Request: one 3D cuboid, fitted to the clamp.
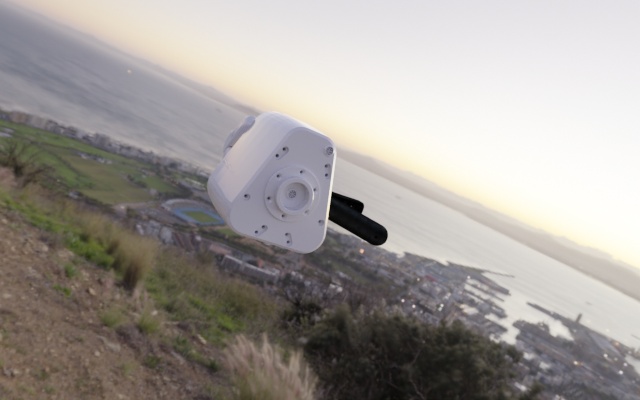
[{"bbox_3d":[0.000,0.001,0.559,0.171,0.039,0.120,20,6,-24],"label":"clamp"}]
